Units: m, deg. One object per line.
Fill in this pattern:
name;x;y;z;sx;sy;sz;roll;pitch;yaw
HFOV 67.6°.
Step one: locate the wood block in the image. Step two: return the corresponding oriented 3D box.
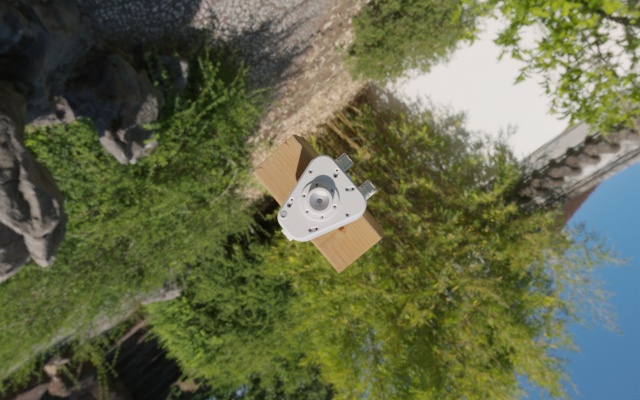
wood block;0.000;0.003;0.767;0.091;0.206;0.090;-41;-3;9
